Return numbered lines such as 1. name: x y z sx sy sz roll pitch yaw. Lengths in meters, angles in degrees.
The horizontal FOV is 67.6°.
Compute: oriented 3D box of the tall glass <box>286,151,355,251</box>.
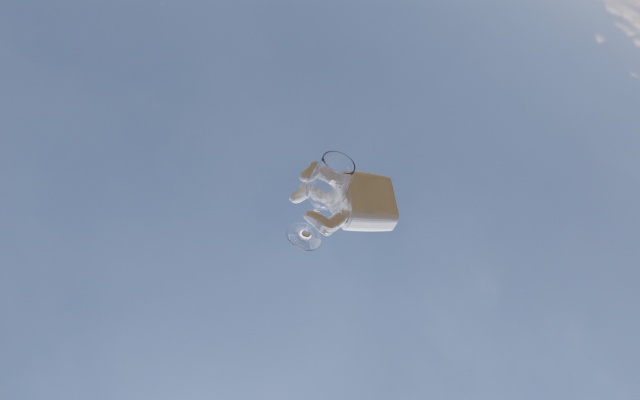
1. tall glass: 0.000 0.003 0.897 0.079 0.201 0.079 14 40 -13
